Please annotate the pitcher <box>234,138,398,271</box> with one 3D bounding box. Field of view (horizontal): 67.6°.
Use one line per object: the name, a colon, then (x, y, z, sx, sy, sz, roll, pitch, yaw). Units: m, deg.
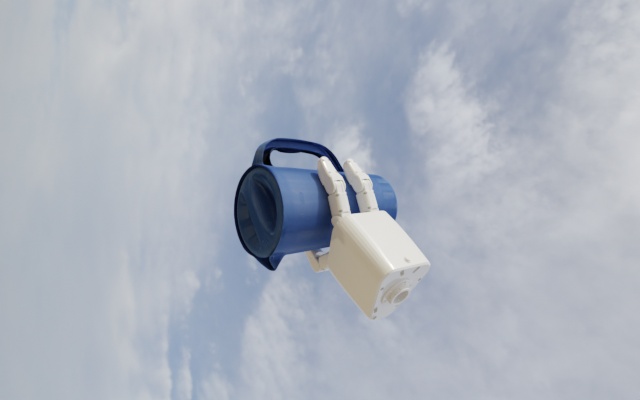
pitcher: (0.000, 0.003, 0.733, 0.243, 0.149, 0.145, -3, 40, -39)
